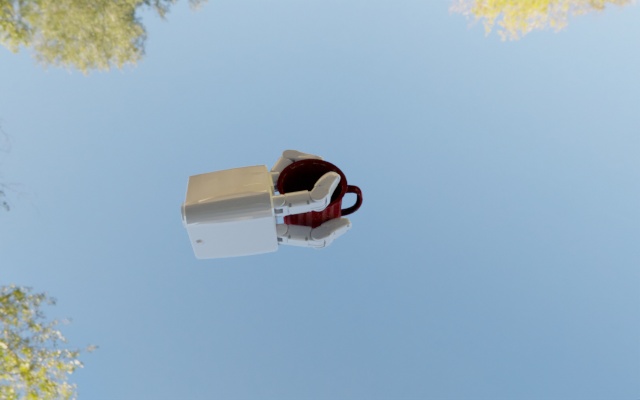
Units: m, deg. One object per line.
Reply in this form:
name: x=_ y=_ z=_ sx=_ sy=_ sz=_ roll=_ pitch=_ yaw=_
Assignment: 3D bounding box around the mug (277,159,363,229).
mug: x=0.002 y=0.002 z=0.660 sx=0.117 sy=0.093 sz=0.082 roll=-5 pitch=-41 yaw=-6
